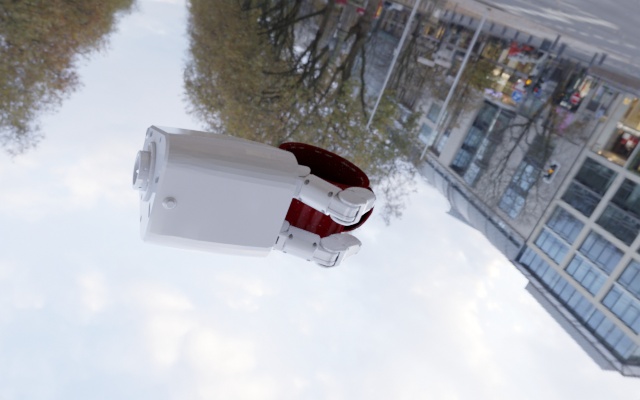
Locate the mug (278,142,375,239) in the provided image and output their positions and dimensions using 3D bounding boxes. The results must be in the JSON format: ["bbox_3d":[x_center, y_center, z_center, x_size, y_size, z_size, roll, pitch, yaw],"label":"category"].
[{"bbox_3d":[0.001,0.002,0.473,0.117,0.081,0.093,10,25,-29],"label":"mug"}]
